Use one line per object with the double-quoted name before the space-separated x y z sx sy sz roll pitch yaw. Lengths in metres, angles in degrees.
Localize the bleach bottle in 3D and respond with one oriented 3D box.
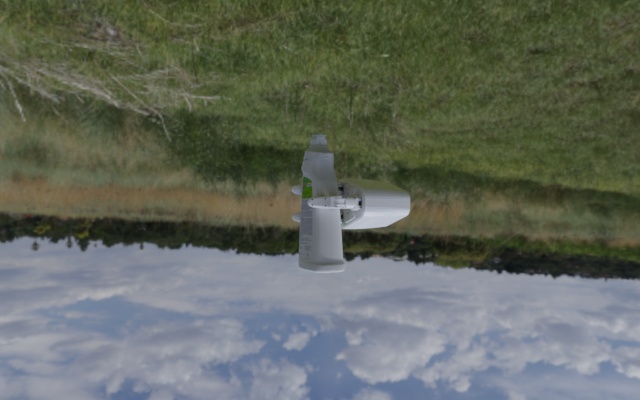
"bleach bottle" 0.000 0.003 0.886 0.068 0.251 0.102 1 -1 -26
